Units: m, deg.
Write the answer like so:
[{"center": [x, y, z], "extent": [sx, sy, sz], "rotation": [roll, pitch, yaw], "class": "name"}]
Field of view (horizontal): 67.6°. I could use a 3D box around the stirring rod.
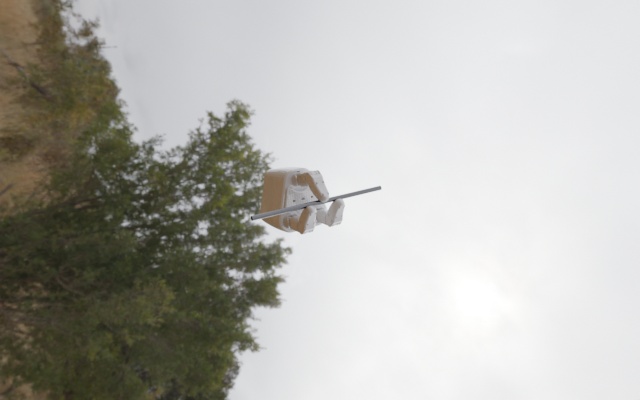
[{"center": [0.000, 0.003, 0.777], "extent": [0.239, 0.011, 0.011], "rotation": [-13, 6, -27], "class": "stirring rod"}]
